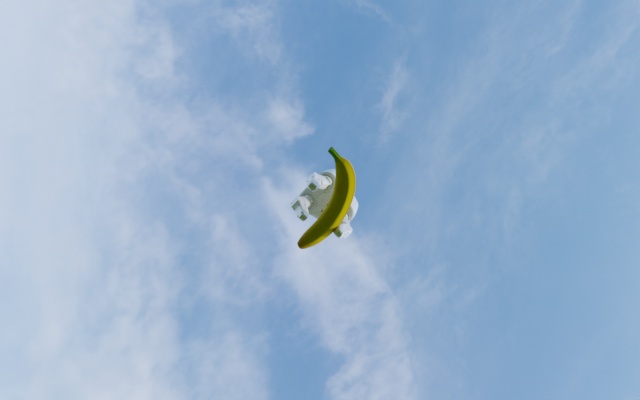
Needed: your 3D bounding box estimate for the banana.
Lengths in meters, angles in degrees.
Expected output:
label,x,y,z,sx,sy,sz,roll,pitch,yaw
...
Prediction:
label,x,y,z,sx,sy,sz,roll,pitch,yaw
banana,0.019,0.006,0.858,0.069,0.198,0.037,20,14,4
